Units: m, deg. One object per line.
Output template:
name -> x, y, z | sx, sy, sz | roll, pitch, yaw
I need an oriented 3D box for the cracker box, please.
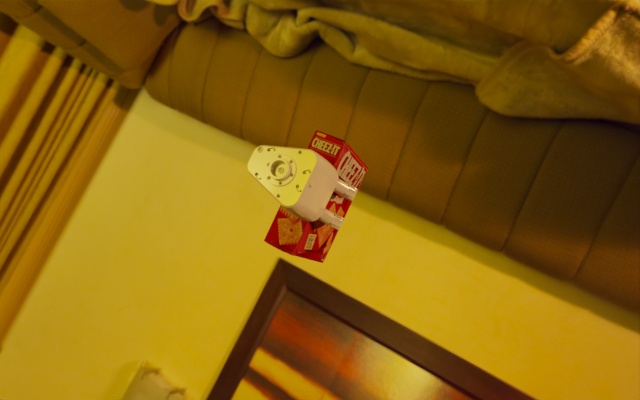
cracker box -> 0.000, 0.003, 0.878 | 0.072, 0.213, 0.164 | 25, -4, 22
